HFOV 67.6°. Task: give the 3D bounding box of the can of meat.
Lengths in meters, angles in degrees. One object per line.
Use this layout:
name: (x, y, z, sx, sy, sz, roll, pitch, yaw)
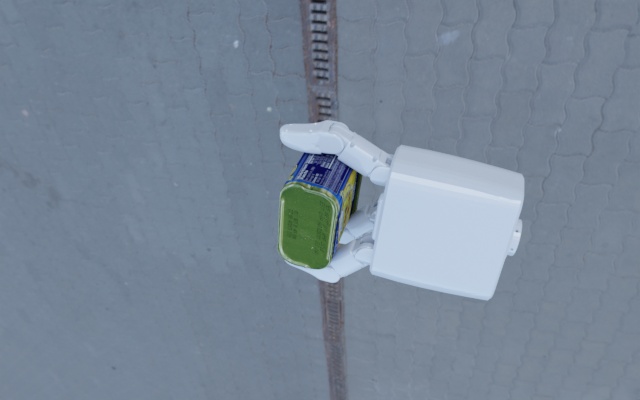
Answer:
can of meat: (0.000, 0.002, 0.439, 0.057, 0.102, 0.084, 15, 42, 10)
